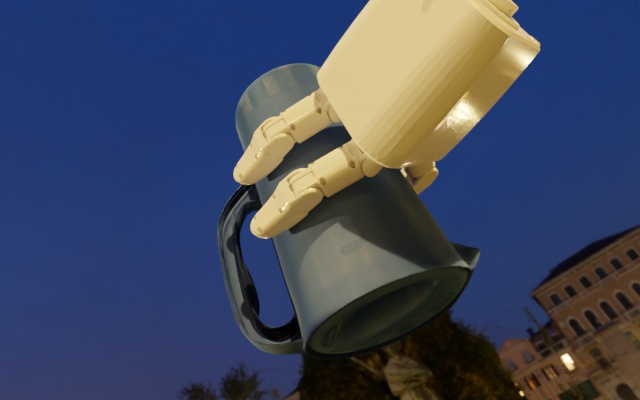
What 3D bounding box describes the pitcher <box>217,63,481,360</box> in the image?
[{"bbox_3d":[0.000,0.001,0.403,0.149,0.242,0.145,9,-46,-42],"label":"pitcher"}]
